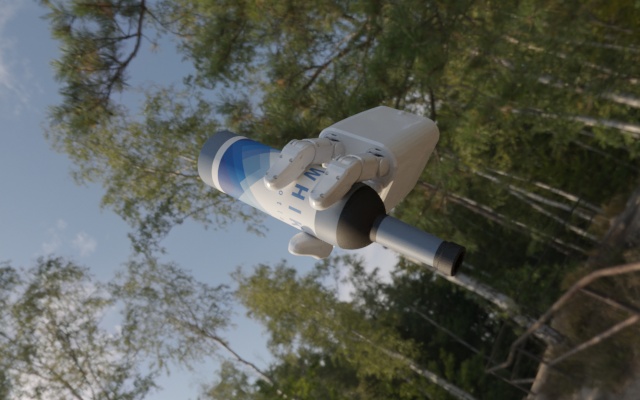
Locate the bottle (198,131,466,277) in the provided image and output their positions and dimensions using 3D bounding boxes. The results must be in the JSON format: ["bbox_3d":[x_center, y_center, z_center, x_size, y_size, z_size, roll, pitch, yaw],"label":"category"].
[{"bbox_3d":[0.000,0.002,0.474,0.295,0.069,0.069,23,12,31],"label":"bottle"}]
